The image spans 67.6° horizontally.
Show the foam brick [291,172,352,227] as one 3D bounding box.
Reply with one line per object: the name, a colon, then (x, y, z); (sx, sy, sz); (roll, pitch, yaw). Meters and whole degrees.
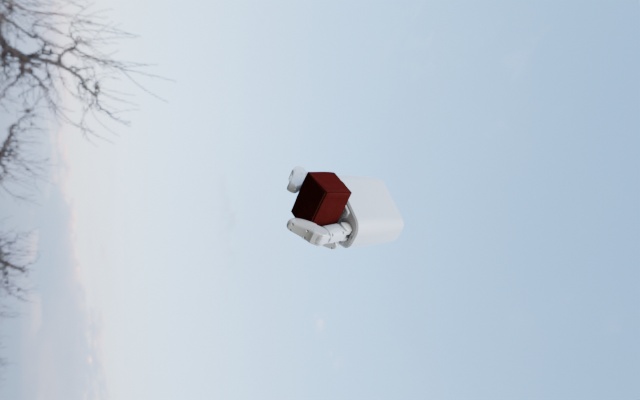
foam brick: (0.000, 0.002, 0.705); (0.051, 0.078, 0.053); (-2, 40, -38)
